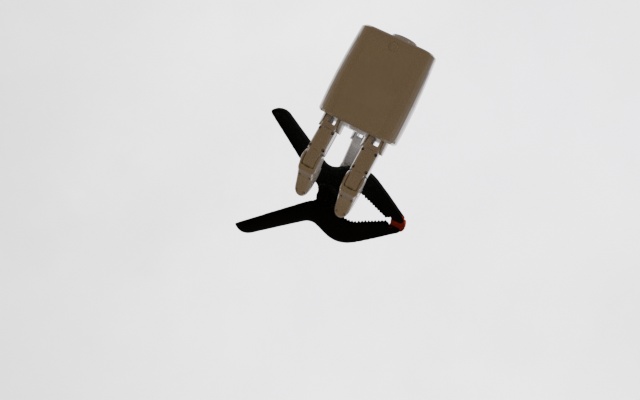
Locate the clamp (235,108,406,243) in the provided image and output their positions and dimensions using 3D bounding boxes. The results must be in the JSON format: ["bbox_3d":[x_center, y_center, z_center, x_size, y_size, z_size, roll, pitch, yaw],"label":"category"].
[{"bbox_3d":[0.001,0.002,0.589,0.210,0.164,0.036,28,12,10],"label":"clamp"}]
